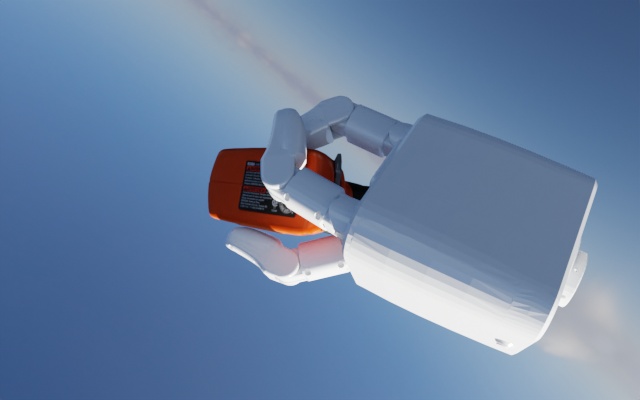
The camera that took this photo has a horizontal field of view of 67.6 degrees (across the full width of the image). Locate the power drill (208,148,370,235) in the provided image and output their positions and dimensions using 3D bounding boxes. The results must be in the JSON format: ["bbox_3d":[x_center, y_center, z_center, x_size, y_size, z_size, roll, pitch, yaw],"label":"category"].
[{"bbox_3d":[0.000,0.001,0.402,0.184,0.057,0.188,4,-4,36],"label":"power drill"}]
